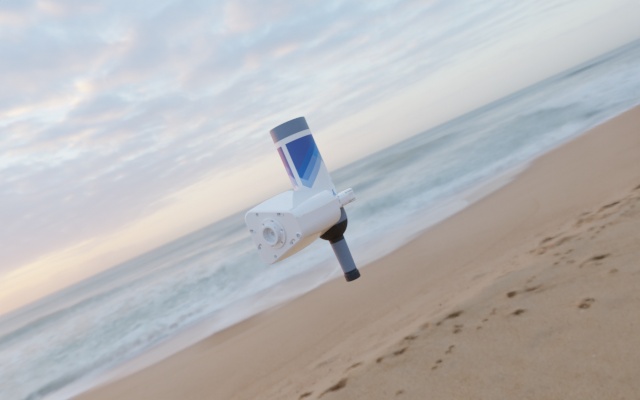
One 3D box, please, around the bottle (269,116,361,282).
[{"bbox_3d":[0.000,0.002,0.832,0.069,0.296,0.069,-23,3,1],"label":"bottle"}]
